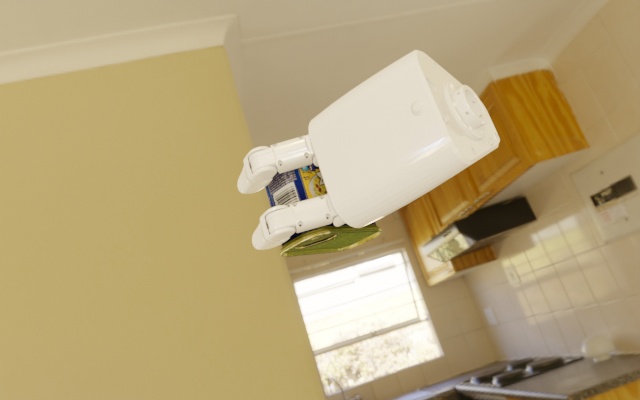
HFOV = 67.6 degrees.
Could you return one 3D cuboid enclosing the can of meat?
[{"bbox_3d":[0.000,0.001,0.443,0.102,0.084,0.057,1,-25,-46],"label":"can of meat"}]
